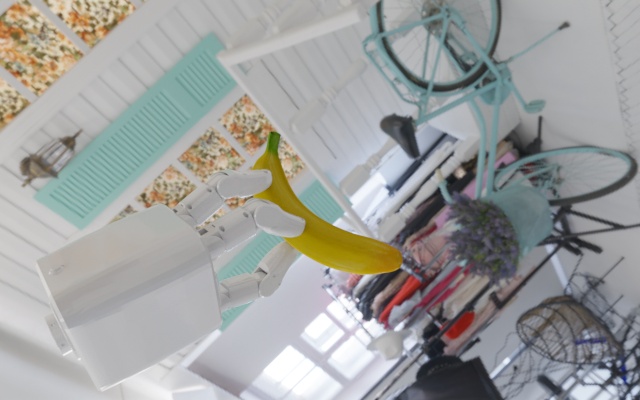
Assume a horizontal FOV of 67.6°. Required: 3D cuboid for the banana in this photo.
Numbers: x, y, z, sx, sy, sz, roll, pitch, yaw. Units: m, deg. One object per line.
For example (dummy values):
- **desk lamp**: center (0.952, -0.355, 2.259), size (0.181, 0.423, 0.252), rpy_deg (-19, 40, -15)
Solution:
- **banana**: center (-0.011, 0.014, 0.446), size (0.197, 0.070, 0.037), rpy_deg (45, 24, 29)
